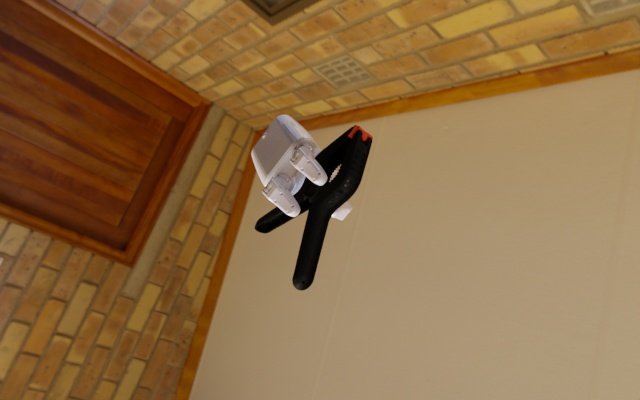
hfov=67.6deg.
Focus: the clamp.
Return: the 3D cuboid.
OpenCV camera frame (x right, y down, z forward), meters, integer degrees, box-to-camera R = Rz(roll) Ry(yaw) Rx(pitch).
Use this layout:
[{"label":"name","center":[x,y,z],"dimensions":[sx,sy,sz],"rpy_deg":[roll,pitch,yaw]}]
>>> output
[{"label":"clamp","center":[0.001,0.002,0.612],"dimensions":[0.036,0.210,0.164],"rpy_deg":[30,15,-36]}]
